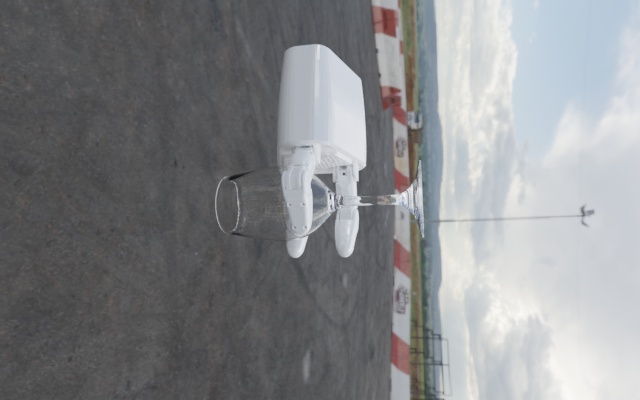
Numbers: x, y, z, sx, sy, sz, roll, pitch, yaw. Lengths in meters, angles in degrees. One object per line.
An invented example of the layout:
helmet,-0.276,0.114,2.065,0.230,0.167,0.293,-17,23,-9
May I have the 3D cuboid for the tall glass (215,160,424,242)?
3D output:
tall glass,0.001,0.002,0.479,0.201,0.079,0.079,-2,-1,12
